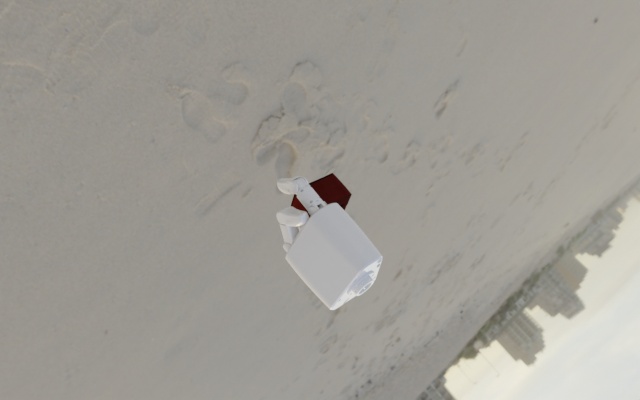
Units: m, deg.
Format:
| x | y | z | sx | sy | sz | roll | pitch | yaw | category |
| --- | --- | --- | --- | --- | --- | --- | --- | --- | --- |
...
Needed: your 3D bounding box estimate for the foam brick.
| x | y | z | sx | sy | sz | roll | pitch | yaw | category |
| --- | --- | --- | --- | --- | --- | --- | --- | --- | --- |
| 0.000 | 0.002 | 0.747 | 0.078 | 0.051 | 0.053 | -26 | -29 | -34 | foam brick |
